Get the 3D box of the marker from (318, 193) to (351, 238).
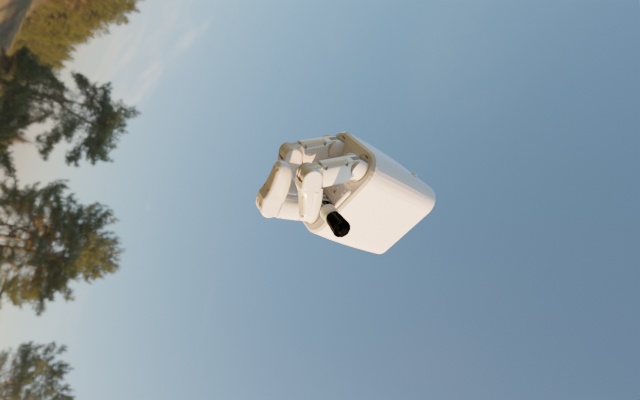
[{"bbox_3d":[0.000,0.002,0.501,0.020,0.020,0.121,0,29,-26],"label":"marker"}]
